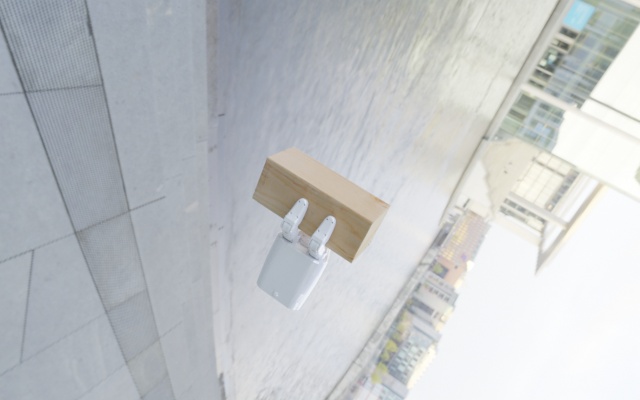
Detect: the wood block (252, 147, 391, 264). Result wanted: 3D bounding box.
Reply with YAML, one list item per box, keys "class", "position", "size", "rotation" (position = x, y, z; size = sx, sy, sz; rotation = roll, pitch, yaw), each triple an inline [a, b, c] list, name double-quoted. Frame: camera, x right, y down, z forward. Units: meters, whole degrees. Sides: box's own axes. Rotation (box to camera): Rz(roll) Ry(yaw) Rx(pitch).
- class: "wood block"
  position: [0.000, 0.003, 0.816]
  size: [0.206, 0.090, 0.090]
  rotation: [32, 29, 14]
